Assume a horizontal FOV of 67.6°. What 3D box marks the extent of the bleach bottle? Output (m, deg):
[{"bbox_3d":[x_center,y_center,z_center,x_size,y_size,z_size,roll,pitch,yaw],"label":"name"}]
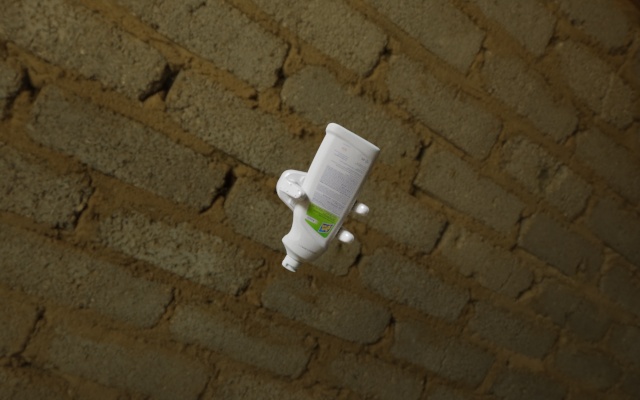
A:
[{"bbox_3d":[0.000,0.003,0.811,0.102,0.251,0.068,29,3,-9],"label":"bleach bottle"}]
